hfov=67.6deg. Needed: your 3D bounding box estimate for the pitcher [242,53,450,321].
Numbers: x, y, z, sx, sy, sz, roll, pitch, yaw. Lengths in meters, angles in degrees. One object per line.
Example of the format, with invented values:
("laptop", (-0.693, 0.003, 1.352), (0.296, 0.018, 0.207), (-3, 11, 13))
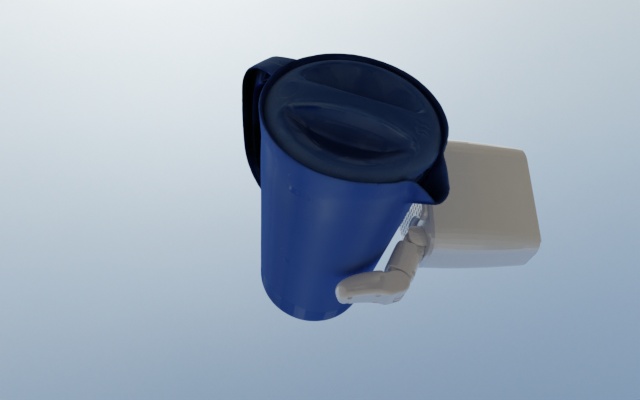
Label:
("pitcher", (0.000, 0.001, 0.421), (0.145, 0.149, 0.243), (3, -38, -9))
